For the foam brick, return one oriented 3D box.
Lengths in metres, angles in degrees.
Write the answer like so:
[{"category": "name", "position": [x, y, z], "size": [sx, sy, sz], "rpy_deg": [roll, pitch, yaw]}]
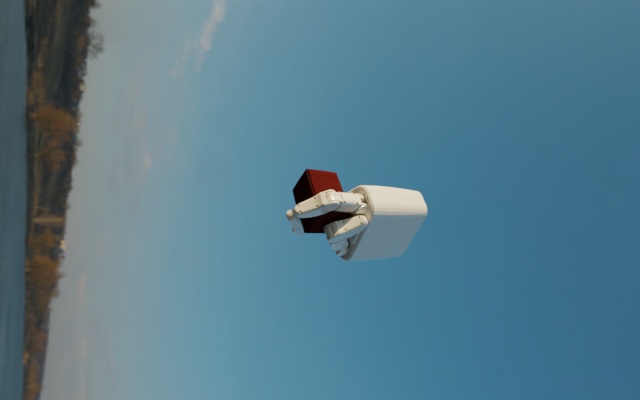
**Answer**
[{"category": "foam brick", "position": [0.000, 0.002, 0.683], "size": [0.051, 0.078, 0.053], "rpy_deg": [2, -34, -31]}]
